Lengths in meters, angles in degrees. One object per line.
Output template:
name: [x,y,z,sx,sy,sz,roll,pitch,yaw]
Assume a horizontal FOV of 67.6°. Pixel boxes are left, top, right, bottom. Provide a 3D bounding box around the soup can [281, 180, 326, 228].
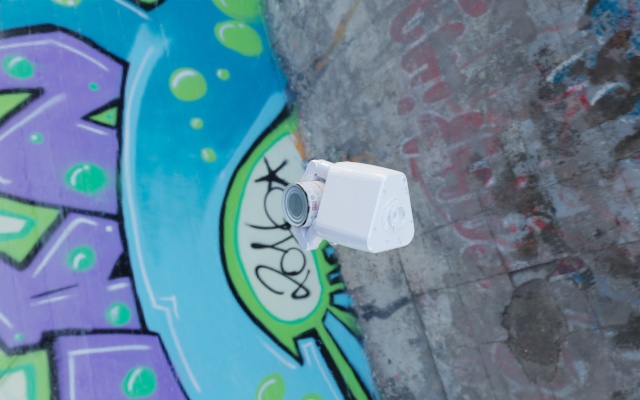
soup can: [0.000,0.002,0.734,0.102,0.068,0.068,-8,5,-39]
